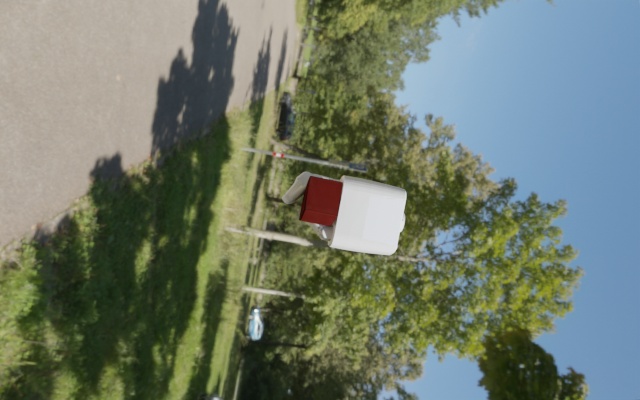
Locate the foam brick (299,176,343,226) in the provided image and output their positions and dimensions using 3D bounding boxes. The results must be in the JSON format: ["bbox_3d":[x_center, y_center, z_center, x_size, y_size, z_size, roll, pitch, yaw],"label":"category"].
[{"bbox_3d":[0.000,0.002,0.719,0.051,0.053,0.078,12,-16,-4],"label":"foam brick"}]
